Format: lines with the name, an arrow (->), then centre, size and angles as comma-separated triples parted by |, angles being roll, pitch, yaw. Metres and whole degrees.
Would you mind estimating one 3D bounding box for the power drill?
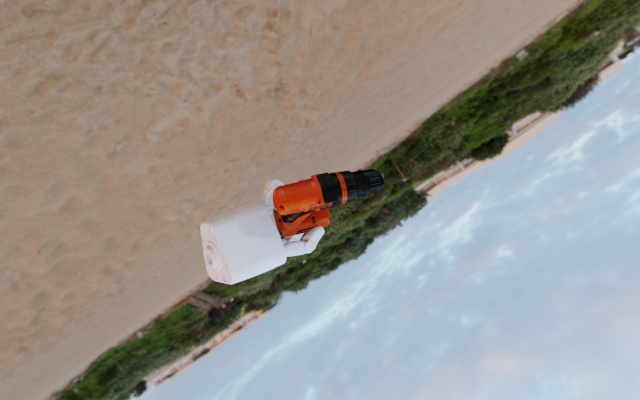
power drill -> 0.000, 0.003, 0.816 | 0.184, 0.057, 0.188 | -11, -16, -16
